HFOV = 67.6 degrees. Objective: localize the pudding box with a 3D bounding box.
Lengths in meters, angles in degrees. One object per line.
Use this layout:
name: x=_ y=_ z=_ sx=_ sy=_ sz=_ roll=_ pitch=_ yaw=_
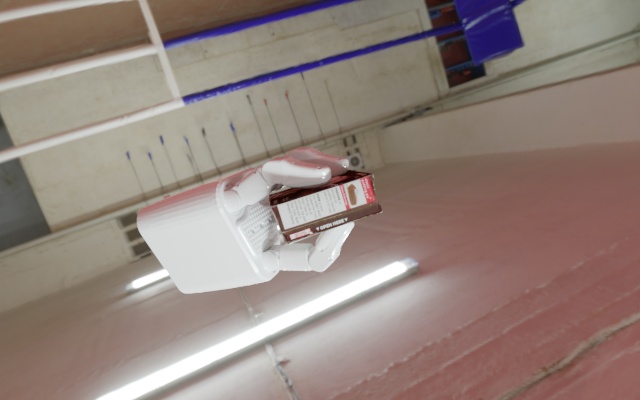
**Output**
pudding box: x=0.000 y=0.002 z=0.445 sx=0.090 sy=0.039 sz=0.113 roll=-19 pitch=9 yaw=-5
